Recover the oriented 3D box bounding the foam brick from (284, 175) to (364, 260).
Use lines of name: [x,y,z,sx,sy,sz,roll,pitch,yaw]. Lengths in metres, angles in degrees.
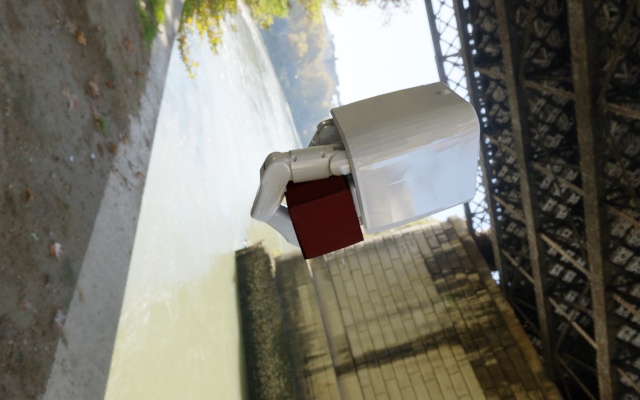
foam brick: [0.000,0.002,0.401,0.051,0.053,0.078,-16,31,0]
